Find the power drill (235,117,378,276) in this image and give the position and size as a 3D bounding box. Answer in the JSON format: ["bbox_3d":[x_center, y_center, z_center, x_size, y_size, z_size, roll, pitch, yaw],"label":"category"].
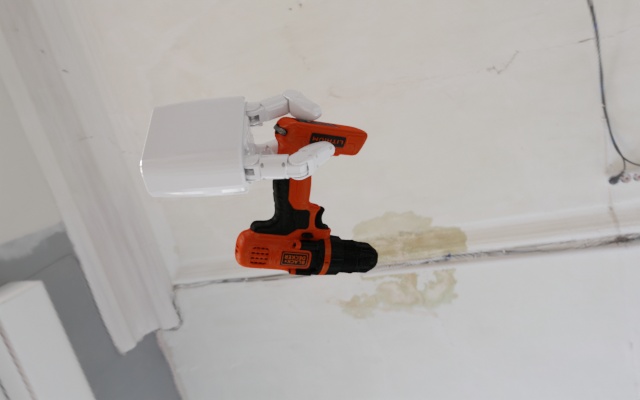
[{"bbox_3d":[0.000,0.001,0.574,0.184,0.188,0.057,6,14,-21],"label":"power drill"}]
